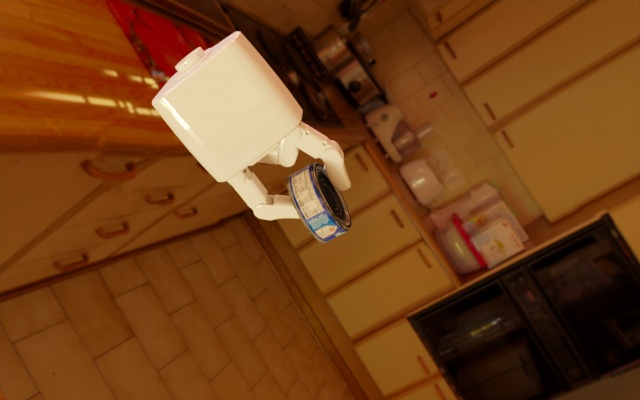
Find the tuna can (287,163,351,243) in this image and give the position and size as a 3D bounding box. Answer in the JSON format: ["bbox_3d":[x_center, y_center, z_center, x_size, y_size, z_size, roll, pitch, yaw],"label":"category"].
[{"bbox_3d":[0.001,0.002,0.529,0.034,0.086,0.086,-28,-8,15],"label":"tuna can"}]
